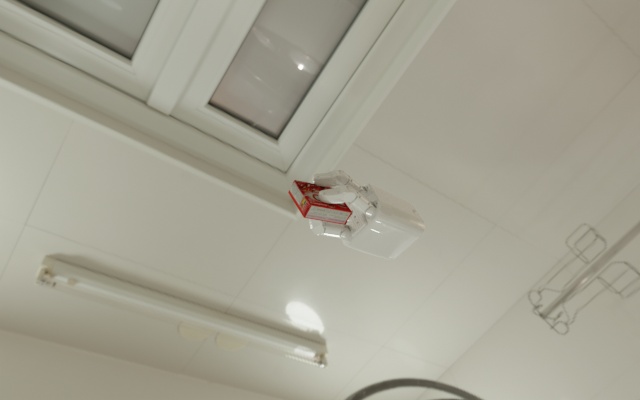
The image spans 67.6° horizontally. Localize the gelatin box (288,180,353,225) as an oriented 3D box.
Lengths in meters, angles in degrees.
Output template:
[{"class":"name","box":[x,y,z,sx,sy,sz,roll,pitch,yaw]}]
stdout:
[{"class":"gelatin box","box":[0.000,0.003,0.799,0.089,0.030,0.073,10,30,-34]}]
